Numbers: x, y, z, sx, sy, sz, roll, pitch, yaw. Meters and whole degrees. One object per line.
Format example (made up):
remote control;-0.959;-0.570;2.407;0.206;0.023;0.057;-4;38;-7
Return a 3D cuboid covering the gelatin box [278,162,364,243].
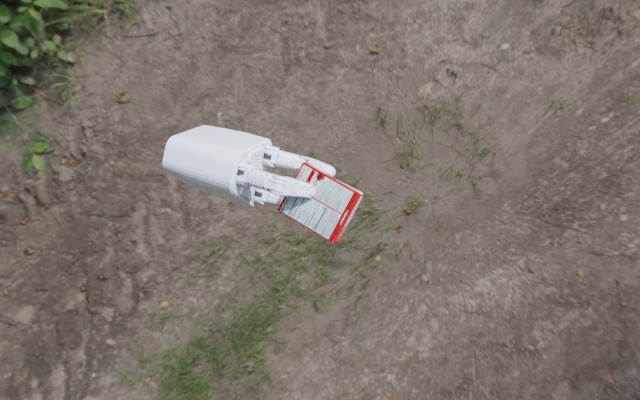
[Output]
gelatin box;0.000;0.002;0.618;0.089;0.073;0.030;30;7;15
